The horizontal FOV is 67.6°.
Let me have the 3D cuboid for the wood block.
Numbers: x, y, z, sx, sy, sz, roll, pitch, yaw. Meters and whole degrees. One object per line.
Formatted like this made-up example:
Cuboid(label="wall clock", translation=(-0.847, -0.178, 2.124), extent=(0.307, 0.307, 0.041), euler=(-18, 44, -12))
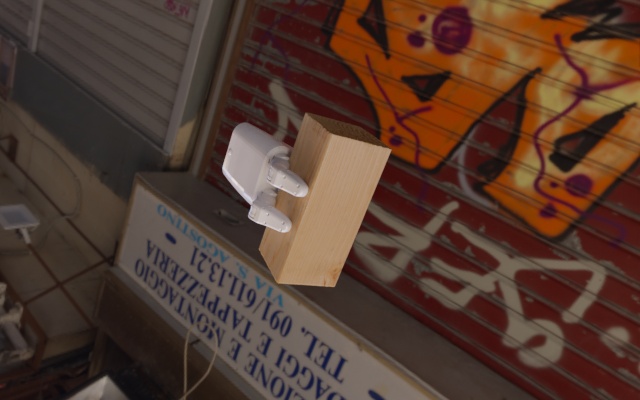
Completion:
Cuboid(label="wood block", translation=(0.000, 0.002, 0.634), extent=(0.091, 0.206, 0.090), euler=(9, 22, -30))
